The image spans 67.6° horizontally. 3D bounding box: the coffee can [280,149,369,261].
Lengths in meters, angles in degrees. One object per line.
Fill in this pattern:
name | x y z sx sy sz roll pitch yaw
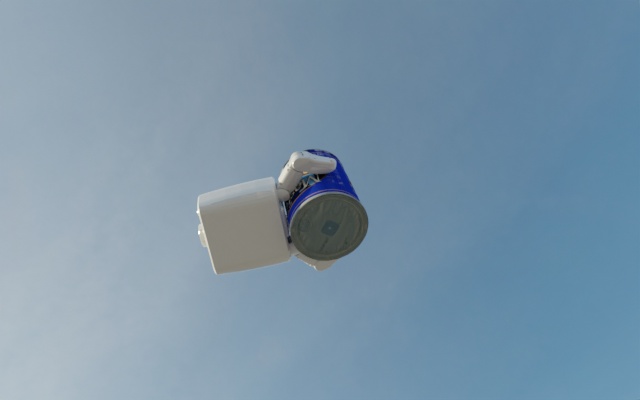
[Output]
coffee can | 0.000 0.002 0.671 0.103 0.103 0.140 0 29 -12
